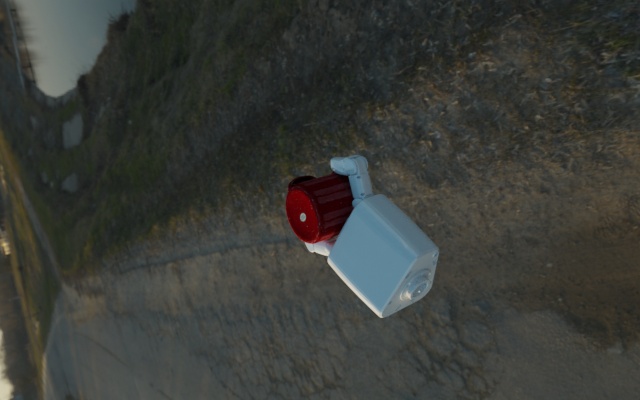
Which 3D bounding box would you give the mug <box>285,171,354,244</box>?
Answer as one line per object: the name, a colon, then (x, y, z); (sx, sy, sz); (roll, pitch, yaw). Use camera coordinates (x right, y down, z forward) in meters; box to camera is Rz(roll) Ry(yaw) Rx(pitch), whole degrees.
mug: (-0.001, 0.001, 0.648); (0.081, 0.093, 0.117); (-18, 47, -34)
